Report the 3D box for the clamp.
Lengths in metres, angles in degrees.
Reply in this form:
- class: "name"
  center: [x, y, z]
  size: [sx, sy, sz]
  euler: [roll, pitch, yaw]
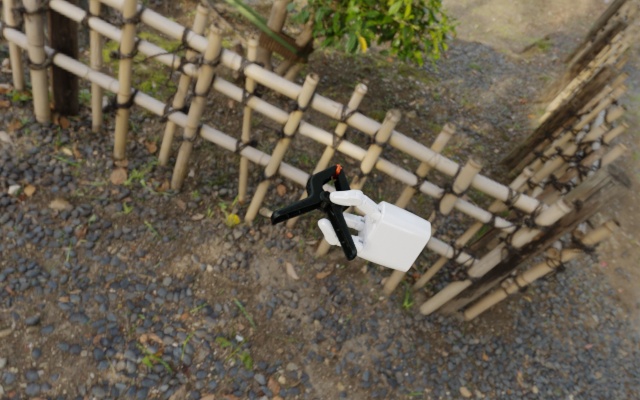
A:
- class: "clamp"
  center: [0.001, 0.002, 0.891]
  size: [0.164, 0.209, 0.036]
  euler: [22, -45, -11]
